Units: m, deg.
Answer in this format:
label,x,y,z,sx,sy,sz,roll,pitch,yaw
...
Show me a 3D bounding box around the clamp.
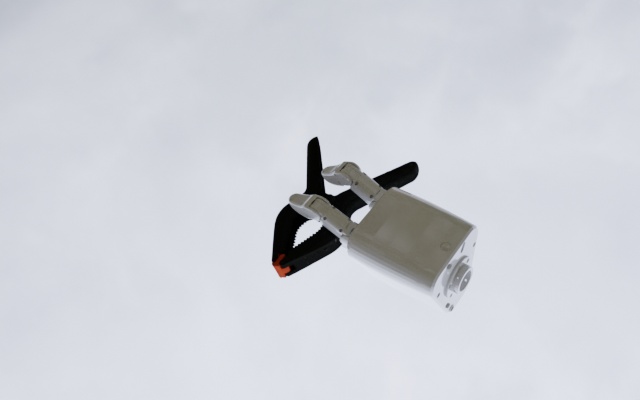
label,x,y,z,sx,sy,sz,roll,pitch,yaw
clamp,0.000,0.003,0.594,0.164,0.210,0.036,25,-27,35
